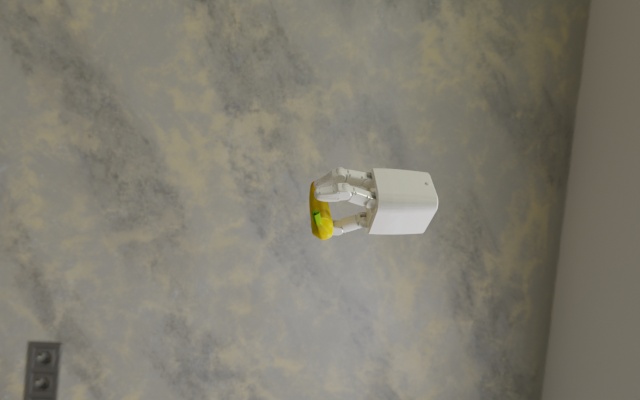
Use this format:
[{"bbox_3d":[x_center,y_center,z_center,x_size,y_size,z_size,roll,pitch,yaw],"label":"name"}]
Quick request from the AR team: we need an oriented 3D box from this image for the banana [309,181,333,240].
[{"bbox_3d":[0.001,0.022,0.821,0.037,0.070,0.197,-2,16,-3],"label":"banana"}]
